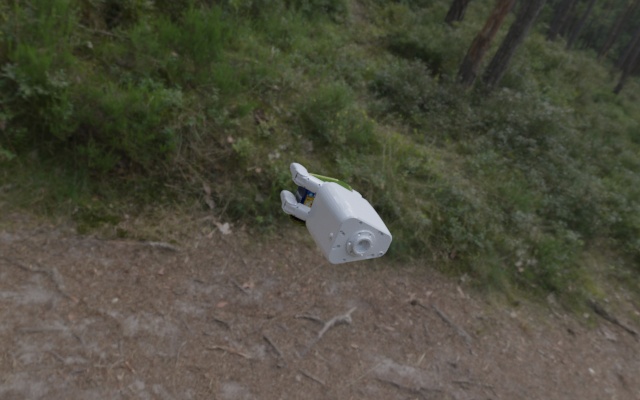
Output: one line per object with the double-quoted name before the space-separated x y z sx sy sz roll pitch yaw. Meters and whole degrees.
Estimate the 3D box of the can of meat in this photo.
"can of meat" 0.000 0.003 0.881 0.102 0.084 0.057 11 26 -23
